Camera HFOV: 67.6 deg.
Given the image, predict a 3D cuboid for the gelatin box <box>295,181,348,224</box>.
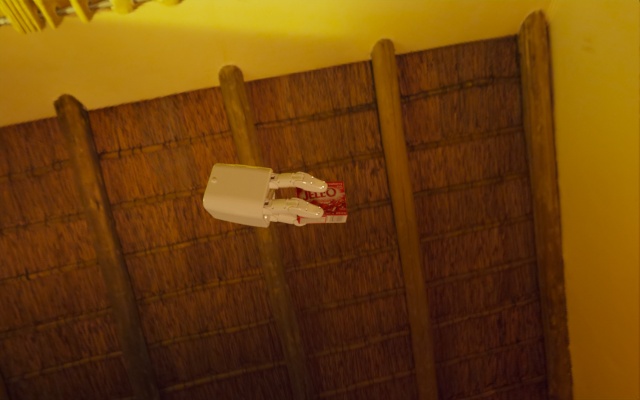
[{"bbox_3d":[0.000,0.003,0.858,0.089,0.073,0.030,-1,-32,-8],"label":"gelatin box"}]
